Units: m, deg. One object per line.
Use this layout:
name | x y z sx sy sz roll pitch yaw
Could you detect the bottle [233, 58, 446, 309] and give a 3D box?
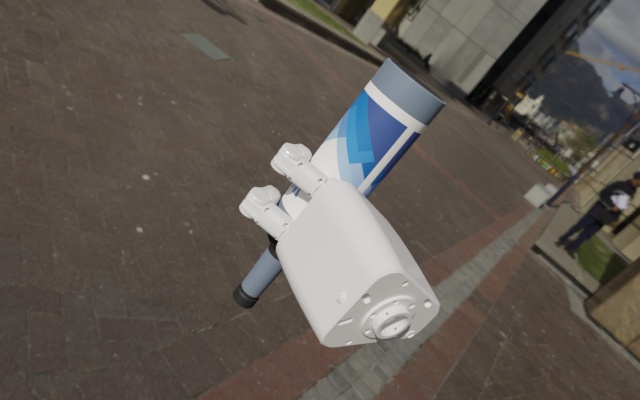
bottle | 0.000 0.001 0.475 0.069 0.296 0.069 33 22 -15
